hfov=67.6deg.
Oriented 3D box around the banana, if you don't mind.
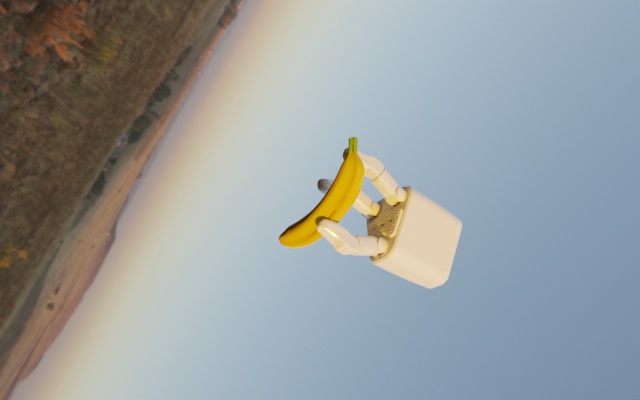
[{"bbox_3d":[0.004,0.011,0.639,0.037,0.198,0.069,25,30,-24],"label":"banana"}]
